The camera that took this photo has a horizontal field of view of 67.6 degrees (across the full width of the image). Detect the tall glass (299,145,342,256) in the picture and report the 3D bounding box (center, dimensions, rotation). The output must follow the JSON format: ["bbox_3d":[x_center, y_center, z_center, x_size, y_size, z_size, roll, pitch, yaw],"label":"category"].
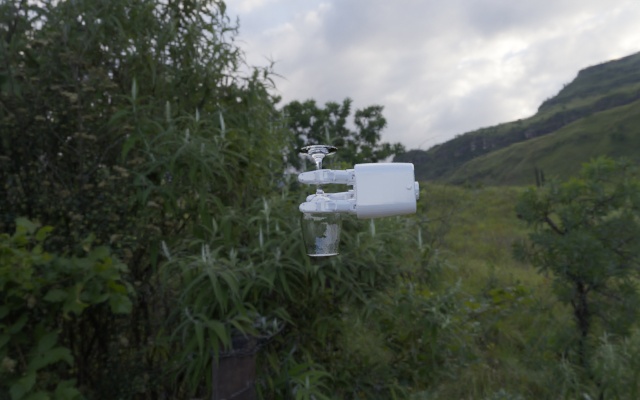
[{"bbox_3d":[0.000,0.002,0.898,0.079,0.201,0.079,-2,-8,0],"label":"tall glass"}]
